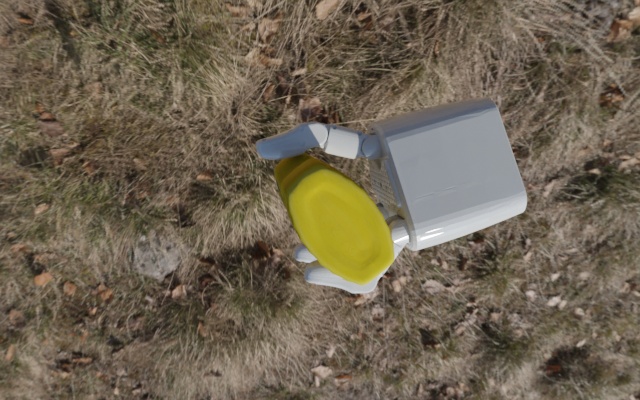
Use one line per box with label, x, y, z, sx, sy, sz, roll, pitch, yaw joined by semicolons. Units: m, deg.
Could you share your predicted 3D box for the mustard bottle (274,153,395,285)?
mustard bottle;0.000;0.002;0.420;0.058;0.096;0.191;-41;14;0
